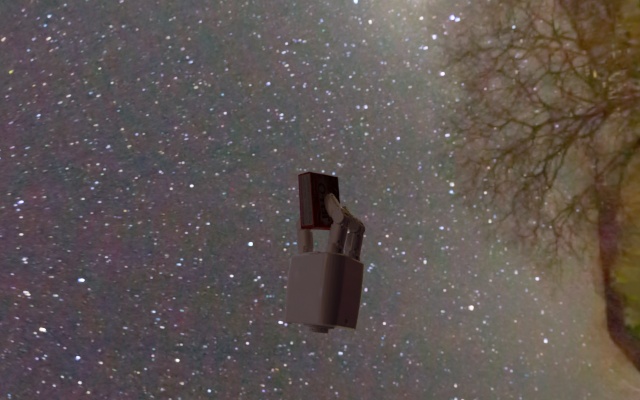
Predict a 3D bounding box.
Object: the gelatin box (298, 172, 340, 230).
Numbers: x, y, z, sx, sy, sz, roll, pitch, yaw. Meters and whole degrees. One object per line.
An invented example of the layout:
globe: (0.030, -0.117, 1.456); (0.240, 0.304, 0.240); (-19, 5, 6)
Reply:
gelatin box: (0.000, 0.002, 0.767); (0.030, 0.089, 0.073); (-11, -11, 38)
